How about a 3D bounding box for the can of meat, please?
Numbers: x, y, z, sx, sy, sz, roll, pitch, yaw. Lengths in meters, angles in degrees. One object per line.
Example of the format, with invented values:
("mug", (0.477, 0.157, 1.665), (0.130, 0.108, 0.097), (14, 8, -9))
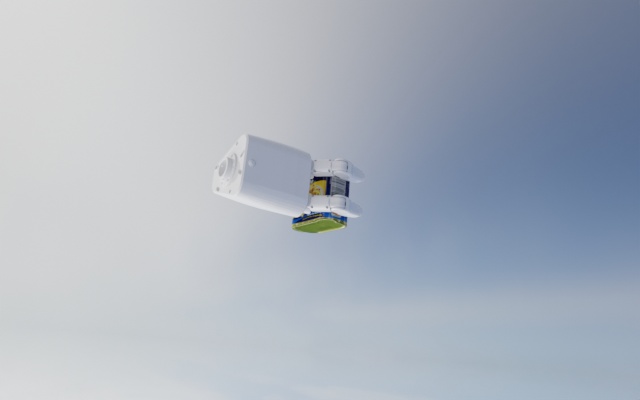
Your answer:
("can of meat", (0.000, 0.003, 0.745), (0.057, 0.084, 0.102), (18, -22, -35))
